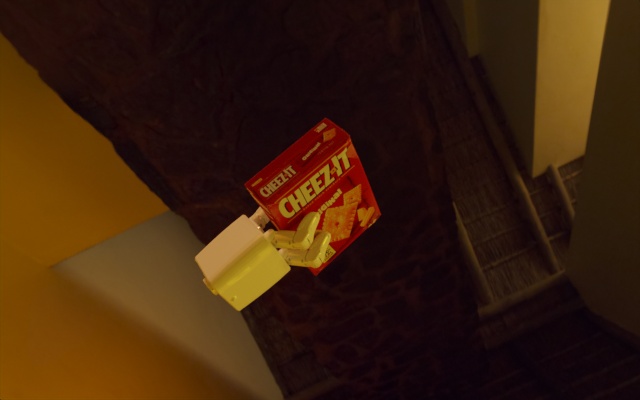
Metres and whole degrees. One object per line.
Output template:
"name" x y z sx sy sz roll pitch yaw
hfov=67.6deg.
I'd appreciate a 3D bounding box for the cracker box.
"cracker box" 0.000 0.003 0.772 0.072 0.164 0.214 40 -14 39
